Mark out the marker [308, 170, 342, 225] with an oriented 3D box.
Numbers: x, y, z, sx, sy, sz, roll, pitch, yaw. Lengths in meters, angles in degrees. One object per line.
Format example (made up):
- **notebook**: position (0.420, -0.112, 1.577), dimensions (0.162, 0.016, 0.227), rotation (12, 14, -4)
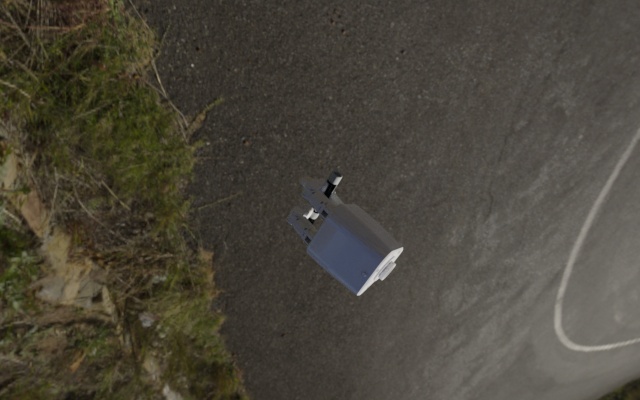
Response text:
- **marker**: position (0.000, 0.003, 0.791), dimensions (0.020, 0.121, 0.020), rotation (23, 30, -14)
